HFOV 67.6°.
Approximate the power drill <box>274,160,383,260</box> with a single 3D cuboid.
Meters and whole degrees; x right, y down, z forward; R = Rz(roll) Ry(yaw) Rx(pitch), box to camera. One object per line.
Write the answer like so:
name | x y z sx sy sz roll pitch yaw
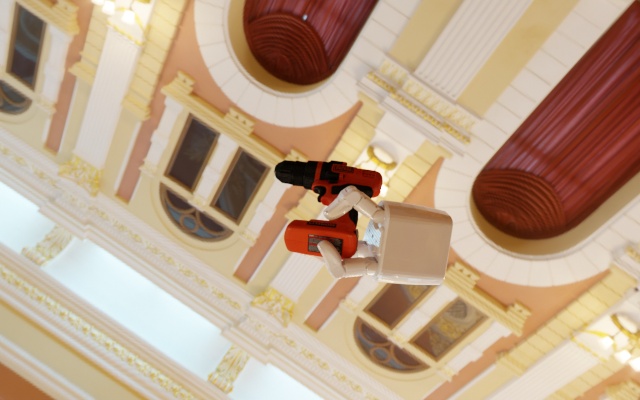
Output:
power drill | 0.000 0.003 0.749 0.184 0.057 0.187 7 41 8
